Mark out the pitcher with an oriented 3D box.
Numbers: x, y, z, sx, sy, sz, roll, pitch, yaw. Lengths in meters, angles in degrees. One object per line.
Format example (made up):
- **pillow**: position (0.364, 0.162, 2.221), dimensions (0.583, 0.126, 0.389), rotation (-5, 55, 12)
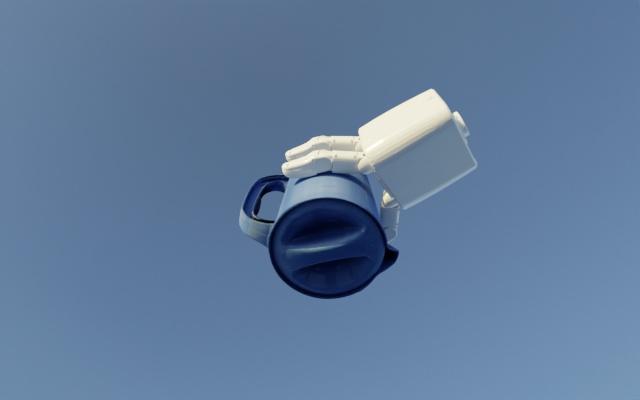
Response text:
- **pitcher**: position (0.000, 0.002, 0.628), dimensions (0.145, 0.149, 0.242), rotation (-30, 22, 15)
